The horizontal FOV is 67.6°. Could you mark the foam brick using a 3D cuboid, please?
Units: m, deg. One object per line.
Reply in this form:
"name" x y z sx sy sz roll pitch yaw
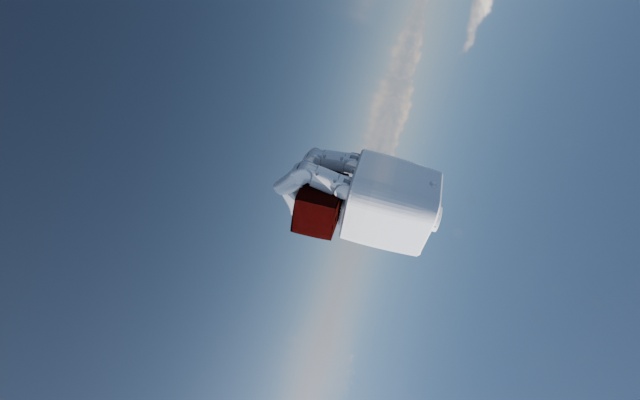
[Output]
"foam brick" 0.000 0.002 0.586 0.051 0.053 0.078 15 39 6
